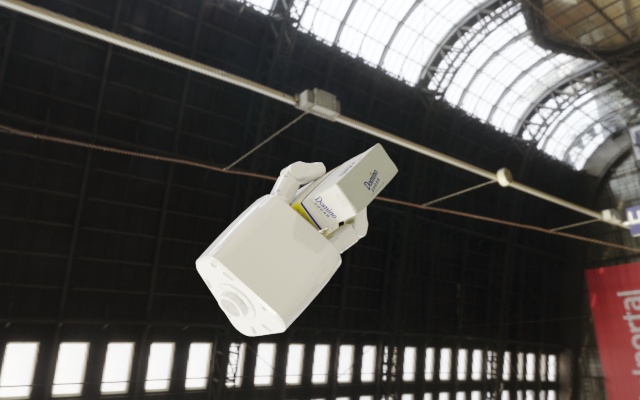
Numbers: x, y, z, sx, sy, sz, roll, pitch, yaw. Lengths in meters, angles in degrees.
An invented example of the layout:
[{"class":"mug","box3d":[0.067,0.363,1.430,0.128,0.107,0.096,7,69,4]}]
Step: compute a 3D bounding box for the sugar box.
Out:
[{"class":"sugar box","box3d":[0.000,0.002,0.563,0.176,0.048,0.093,-23,15,48]}]
